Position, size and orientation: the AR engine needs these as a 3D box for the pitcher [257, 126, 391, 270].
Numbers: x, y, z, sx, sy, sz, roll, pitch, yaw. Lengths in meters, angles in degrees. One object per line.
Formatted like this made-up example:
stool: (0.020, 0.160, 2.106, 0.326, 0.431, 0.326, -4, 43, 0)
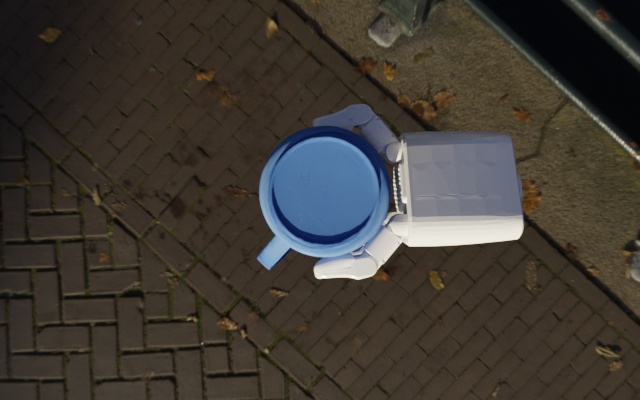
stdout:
pitcher: (0.000, 0.002, 0.499, 0.145, 0.149, 0.243, -1, 0, 2)
